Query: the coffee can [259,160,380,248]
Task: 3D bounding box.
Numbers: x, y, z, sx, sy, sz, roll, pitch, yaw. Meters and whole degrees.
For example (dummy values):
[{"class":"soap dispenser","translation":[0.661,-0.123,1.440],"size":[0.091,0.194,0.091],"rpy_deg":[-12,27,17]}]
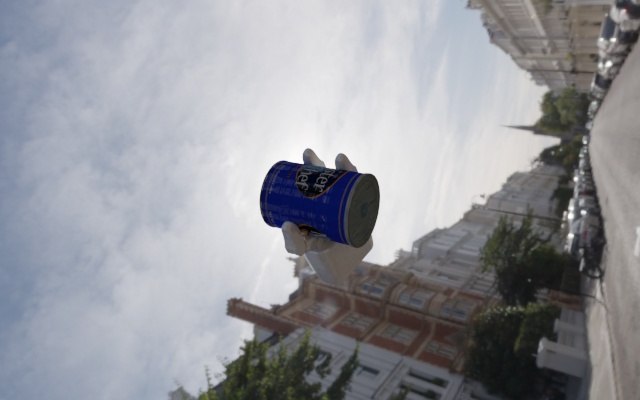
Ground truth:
[{"class":"coffee can","translation":[0.000,0.002,0.675],"size":[0.140,0.103,0.103],"rpy_deg":[11,5,28]}]
